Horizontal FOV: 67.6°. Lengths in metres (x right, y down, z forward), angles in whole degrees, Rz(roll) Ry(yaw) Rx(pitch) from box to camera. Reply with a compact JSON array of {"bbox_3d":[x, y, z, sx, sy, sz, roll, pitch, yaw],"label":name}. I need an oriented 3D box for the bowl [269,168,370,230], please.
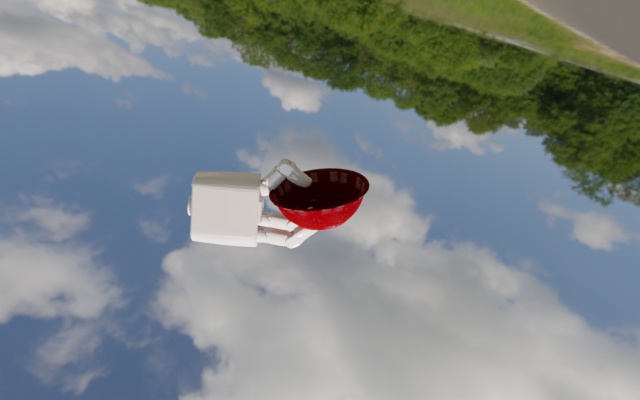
[{"bbox_3d":[0.001,0.003,0.771,0.162,0.055,0.162,-6,25,3],"label":"bowl"}]
